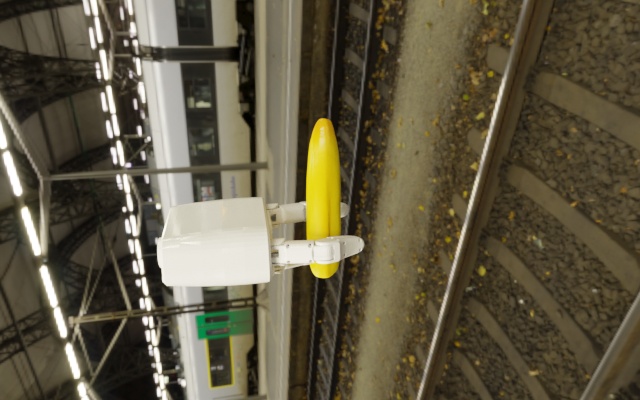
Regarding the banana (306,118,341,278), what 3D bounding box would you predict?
[{"bbox_3d":[0.002,0.013,0.523,0.037,0.198,0.069,-3,28,-5],"label":"banana"}]
